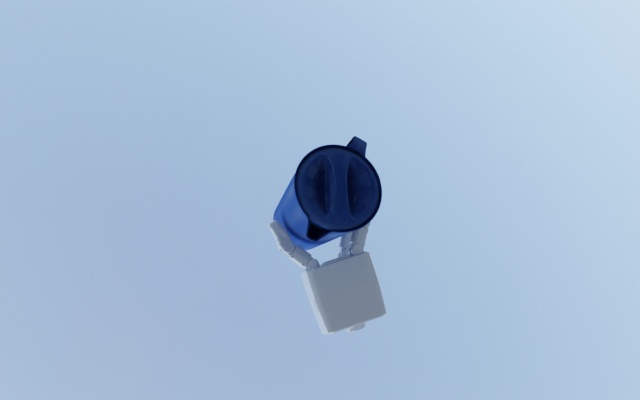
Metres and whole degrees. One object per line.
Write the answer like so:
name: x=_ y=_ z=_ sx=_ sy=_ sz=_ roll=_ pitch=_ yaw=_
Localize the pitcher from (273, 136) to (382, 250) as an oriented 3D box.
pitcher: x=0.000 y=0.003 z=0.792 sx=0.149 sy=0.145 sz=0.243 roll=-16 pitch=-10 yaw=-20
